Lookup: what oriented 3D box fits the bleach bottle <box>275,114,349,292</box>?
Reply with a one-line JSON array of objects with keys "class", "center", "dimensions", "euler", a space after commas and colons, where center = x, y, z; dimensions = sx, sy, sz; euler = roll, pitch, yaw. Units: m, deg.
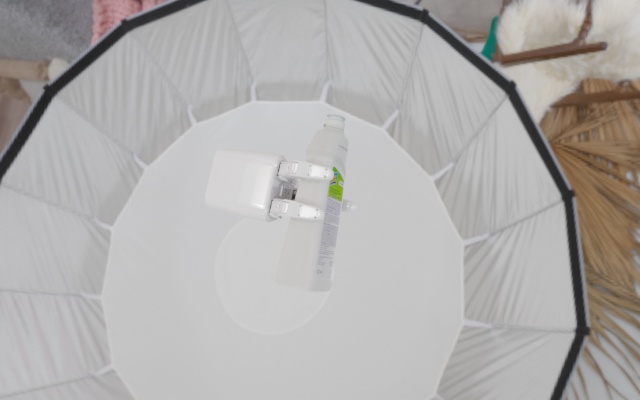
[{"class": "bleach bottle", "center": [0.000, 0.002, 0.690], "dimensions": [0.068, 0.251, 0.102], "euler": [10, -6, 20]}]
